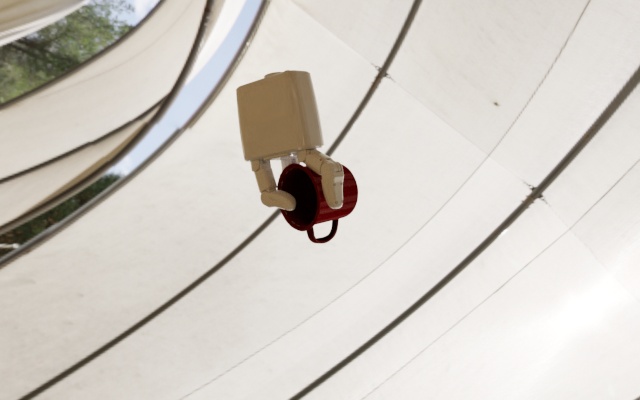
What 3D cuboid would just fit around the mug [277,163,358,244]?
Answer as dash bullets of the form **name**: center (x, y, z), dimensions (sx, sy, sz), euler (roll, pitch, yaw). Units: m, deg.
- **mug**: center (0.001, 0.004, 0.672), dimensions (0.081, 0.117, 0.093), euler (-11, 5, -40)
